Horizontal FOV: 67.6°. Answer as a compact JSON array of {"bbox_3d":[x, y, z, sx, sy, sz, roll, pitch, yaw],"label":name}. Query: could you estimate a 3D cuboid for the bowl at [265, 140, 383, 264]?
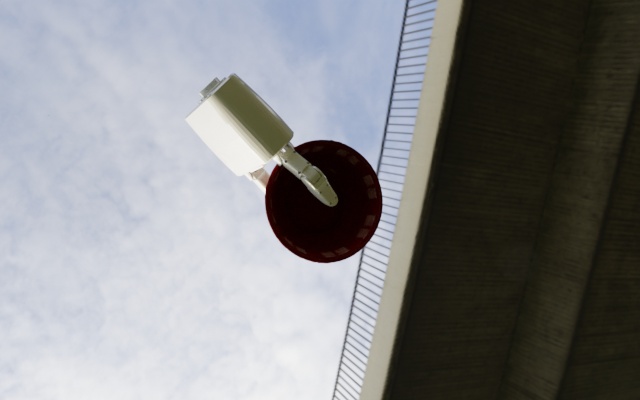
[{"bbox_3d":[0.001,0.003,0.646,0.162,0.162,0.055,0,-3,-17],"label":"bowl"}]
